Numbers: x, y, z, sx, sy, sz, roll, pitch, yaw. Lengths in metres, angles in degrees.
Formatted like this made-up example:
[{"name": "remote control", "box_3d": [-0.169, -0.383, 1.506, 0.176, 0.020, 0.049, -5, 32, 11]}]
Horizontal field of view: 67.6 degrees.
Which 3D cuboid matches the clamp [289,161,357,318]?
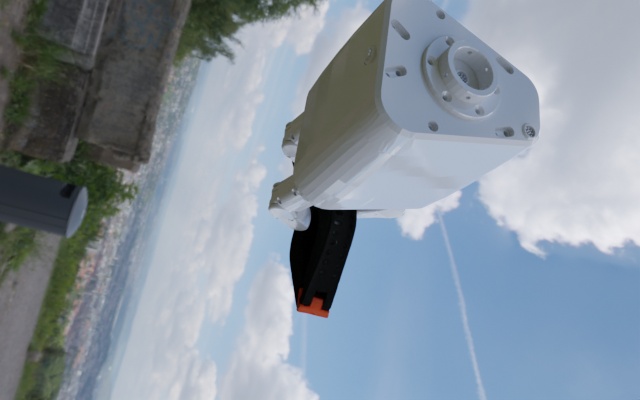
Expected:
[{"name": "clamp", "box_3d": [0.001, 0.002, 0.436, 0.036, 0.210, 0.164, 17, -24, -19]}]
